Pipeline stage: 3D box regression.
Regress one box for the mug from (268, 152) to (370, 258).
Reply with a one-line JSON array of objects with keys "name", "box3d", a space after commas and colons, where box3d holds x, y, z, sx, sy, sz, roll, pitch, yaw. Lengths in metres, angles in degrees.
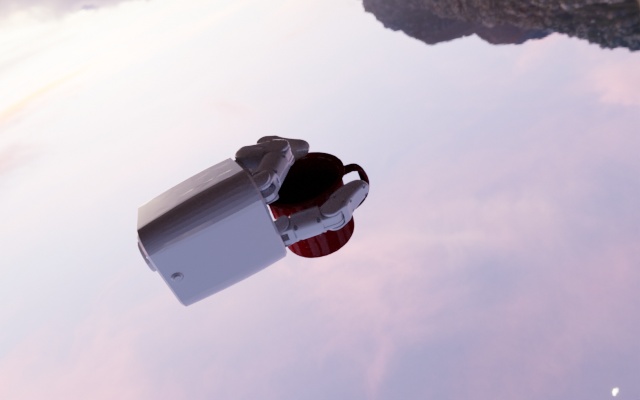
[{"name": "mug", "box3d": [0.001, 0.001, 0.515, 0.117, 0.082, 0.093, -28, 37, -12]}]
